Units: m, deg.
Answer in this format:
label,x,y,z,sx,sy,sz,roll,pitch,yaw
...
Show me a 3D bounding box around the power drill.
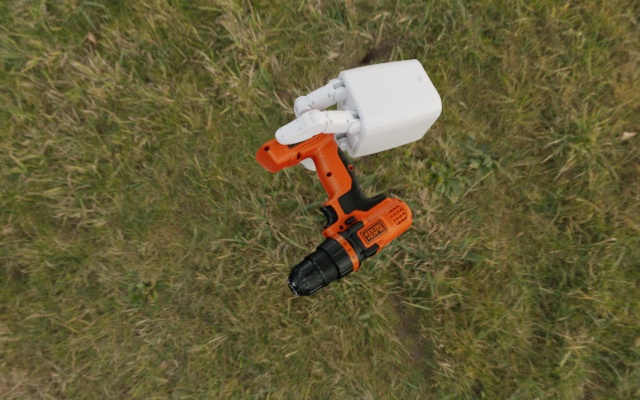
label,x,y,z,sx,sy,sz,roll,pitch,yaw
power drill,0.000,0.001,0.594,0.184,0.187,0.057,-32,-3,-24
